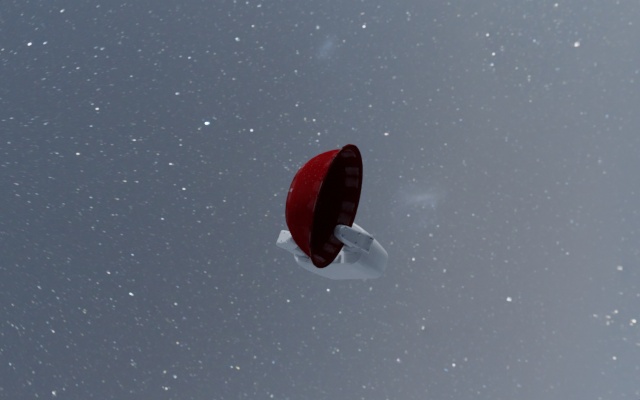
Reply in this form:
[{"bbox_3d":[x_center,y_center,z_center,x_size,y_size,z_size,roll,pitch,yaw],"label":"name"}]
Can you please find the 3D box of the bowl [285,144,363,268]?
[{"bbox_3d":[-0.001,0.001,0.610,0.055,0.162,0.162,16,6,21],"label":"bowl"}]
